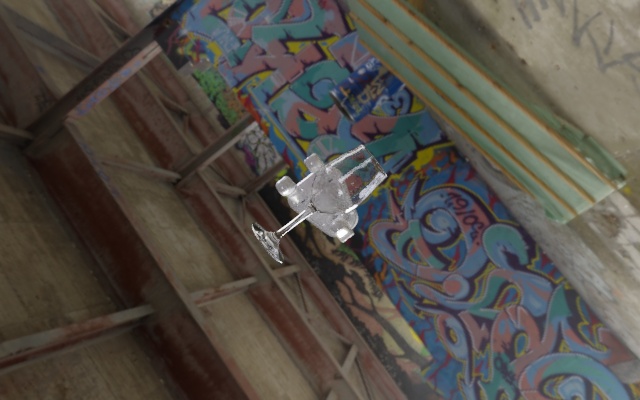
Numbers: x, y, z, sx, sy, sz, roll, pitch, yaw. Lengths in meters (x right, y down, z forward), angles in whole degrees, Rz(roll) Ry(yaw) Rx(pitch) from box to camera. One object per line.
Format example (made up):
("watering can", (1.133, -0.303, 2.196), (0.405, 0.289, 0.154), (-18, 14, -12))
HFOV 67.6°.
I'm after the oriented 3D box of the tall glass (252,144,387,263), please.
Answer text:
("tall glass", (0.000, 0.003, 0.702), (0.201, 0.079, 0.079), (-38, -4, 5))
